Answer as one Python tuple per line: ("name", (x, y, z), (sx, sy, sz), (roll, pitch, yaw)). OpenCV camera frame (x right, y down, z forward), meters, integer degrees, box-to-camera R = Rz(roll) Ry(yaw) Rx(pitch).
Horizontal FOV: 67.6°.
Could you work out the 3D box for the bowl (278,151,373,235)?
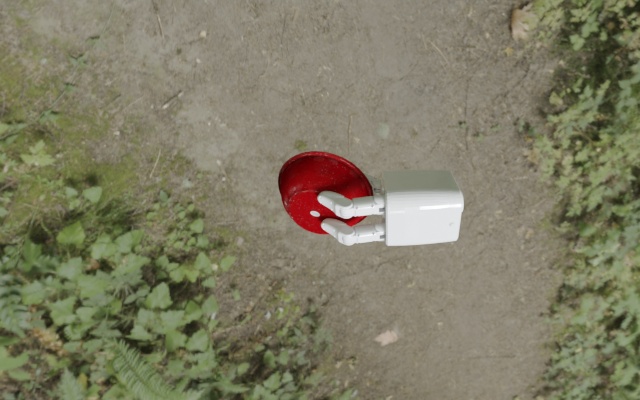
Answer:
("bowl", (-0.001, 0.003, 0.759), (0.162, 0.162, 0.055), (0, 40, 21))
